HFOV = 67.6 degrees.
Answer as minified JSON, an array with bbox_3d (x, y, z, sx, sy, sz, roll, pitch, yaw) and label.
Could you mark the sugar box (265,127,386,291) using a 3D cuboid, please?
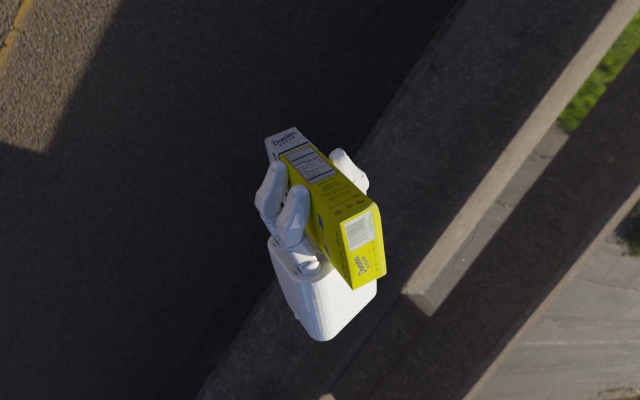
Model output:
[{"bbox_3d":[0.000,0.002,0.497,0.048,0.093,0.176,-26,39,-17],"label":"sugar box"}]
